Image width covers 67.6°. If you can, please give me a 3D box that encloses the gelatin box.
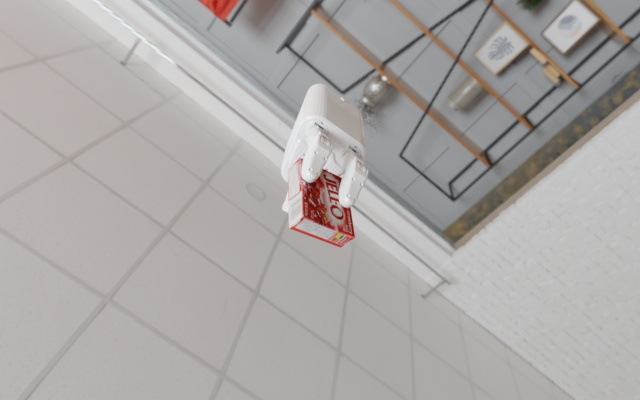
[{"bbox_3d":[0.000,0.002,0.549,0.073,0.089,0.030,24,-46,-31],"label":"gelatin box"}]
